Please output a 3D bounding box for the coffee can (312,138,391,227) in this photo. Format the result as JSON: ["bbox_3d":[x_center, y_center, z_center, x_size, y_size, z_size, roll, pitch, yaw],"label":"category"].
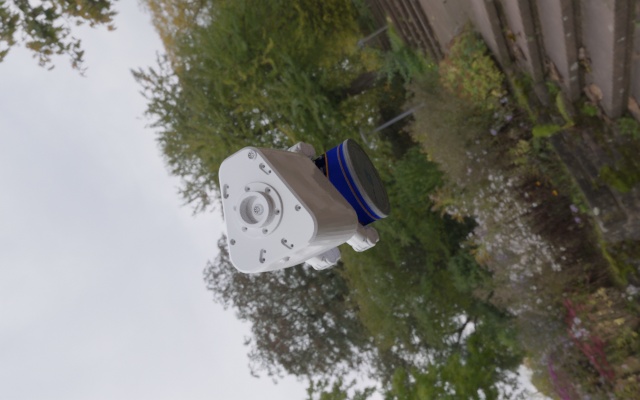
[{"bbox_3d":[0.000,0.002,0.587,0.140,0.103,0.103,-27,-10,19],"label":"coffee can"}]
